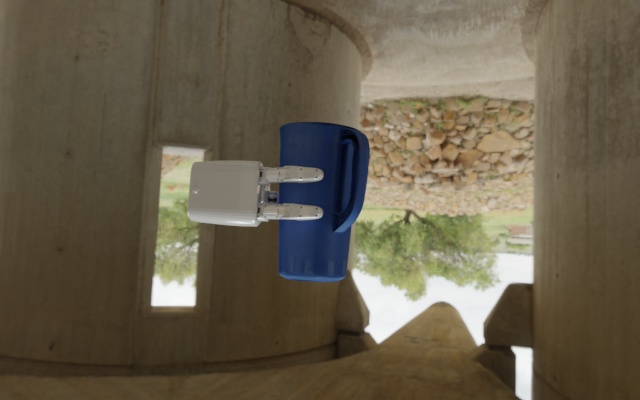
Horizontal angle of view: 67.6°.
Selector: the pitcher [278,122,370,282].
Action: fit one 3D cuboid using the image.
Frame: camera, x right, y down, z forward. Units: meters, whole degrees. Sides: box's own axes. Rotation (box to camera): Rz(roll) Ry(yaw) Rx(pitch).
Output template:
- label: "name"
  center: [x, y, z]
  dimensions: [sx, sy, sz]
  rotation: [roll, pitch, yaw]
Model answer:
- label: "pitcher"
  center: [0.000, 0.002, 0.751]
  dimensions: [0.145, 0.243, 0.149]
  rotation: [3, -4, 5]
